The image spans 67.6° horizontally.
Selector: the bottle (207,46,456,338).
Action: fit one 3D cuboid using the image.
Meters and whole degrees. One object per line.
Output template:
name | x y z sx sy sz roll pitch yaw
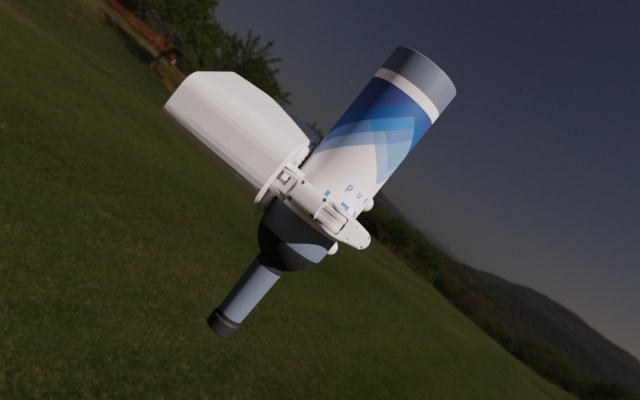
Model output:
bottle | 0.000 0.001 0.425 0.069 0.296 0.069 39 3 -2
